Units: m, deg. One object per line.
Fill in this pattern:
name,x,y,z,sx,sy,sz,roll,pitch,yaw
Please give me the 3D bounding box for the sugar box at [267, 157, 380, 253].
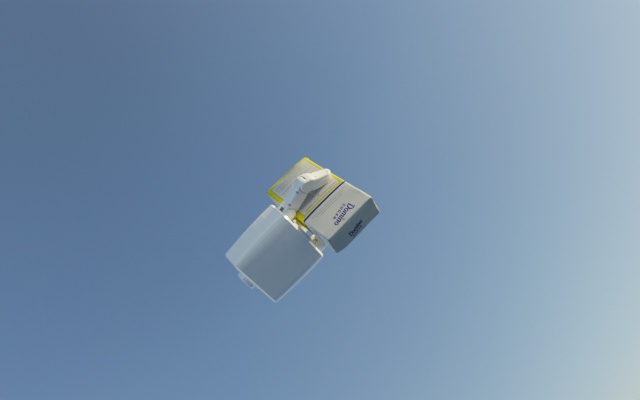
sugar box,0.000,0.003,0.753,0.176,0.093,0.048,37,-13,43
